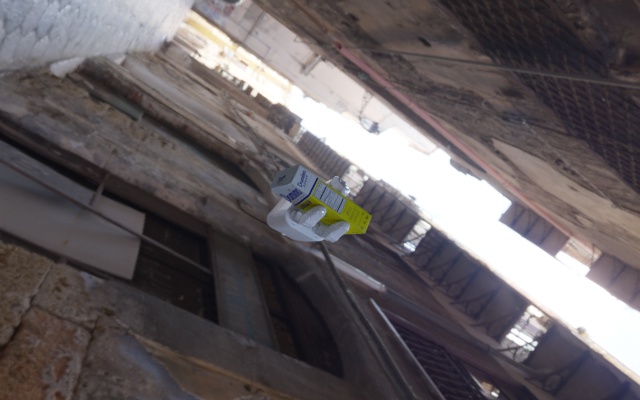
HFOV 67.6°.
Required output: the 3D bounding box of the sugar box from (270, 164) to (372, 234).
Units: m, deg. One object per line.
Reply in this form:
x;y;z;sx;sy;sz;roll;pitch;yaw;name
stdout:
0.000;0.003;0.880;0.176;0.048;0.093;31;-20;-23;sugar box
